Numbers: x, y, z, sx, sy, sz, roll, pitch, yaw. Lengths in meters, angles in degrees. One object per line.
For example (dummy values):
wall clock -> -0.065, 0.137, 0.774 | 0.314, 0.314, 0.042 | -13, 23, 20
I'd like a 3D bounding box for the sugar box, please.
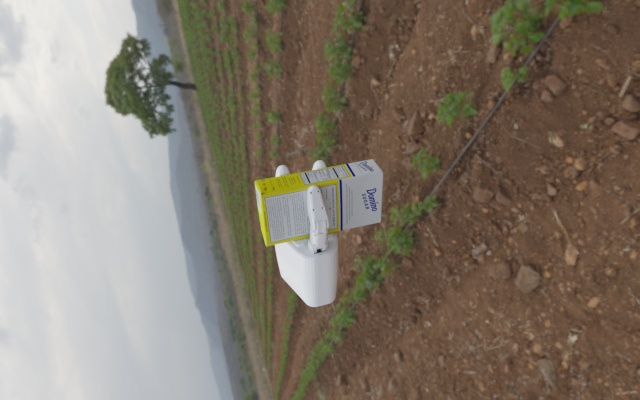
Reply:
sugar box -> 0.000, 0.002, 0.685 | 0.176, 0.093, 0.048 | -12, 37, -14
